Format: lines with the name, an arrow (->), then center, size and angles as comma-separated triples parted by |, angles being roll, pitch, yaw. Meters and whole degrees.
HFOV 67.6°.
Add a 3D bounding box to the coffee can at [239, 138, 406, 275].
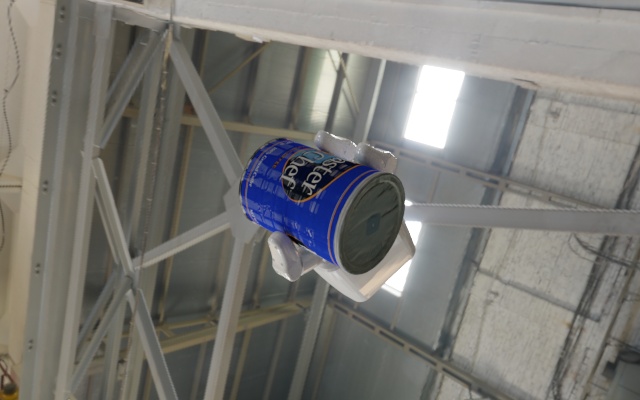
coffee can -> 0.000, 0.002, 0.490 | 0.140, 0.103, 0.103 | 23, 14, 37
